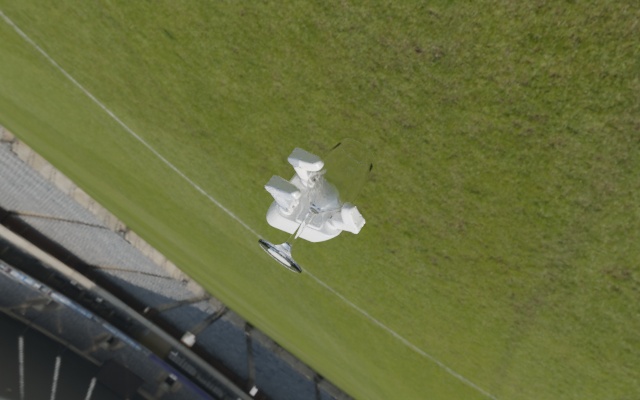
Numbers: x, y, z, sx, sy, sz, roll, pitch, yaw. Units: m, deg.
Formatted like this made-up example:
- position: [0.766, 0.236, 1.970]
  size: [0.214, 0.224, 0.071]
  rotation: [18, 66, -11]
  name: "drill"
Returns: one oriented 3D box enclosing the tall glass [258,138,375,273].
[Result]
- position: [0.000, 0.003, 0.689]
  size: [0.079, 0.201, 0.079]
  rotation: [33, -18, 12]
  name: "tall glass"
